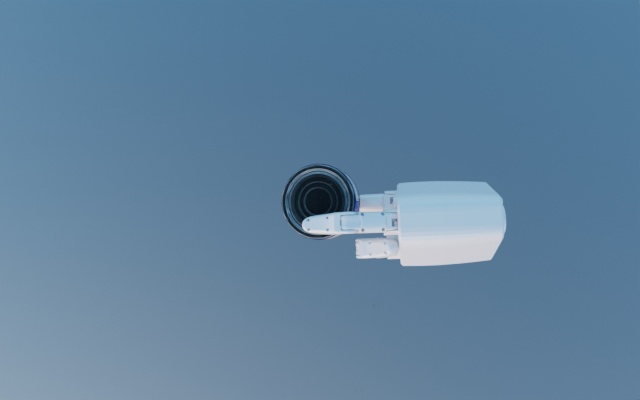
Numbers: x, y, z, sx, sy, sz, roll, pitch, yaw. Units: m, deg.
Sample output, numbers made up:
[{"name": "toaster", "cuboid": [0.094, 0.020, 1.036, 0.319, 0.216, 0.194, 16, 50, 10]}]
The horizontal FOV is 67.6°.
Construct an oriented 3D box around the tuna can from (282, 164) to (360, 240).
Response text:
[{"name": "tuna can", "cuboid": [0.000, 0.002, 0.539, 0.086, 0.086, 0.034, 0, -2, 13]}]
